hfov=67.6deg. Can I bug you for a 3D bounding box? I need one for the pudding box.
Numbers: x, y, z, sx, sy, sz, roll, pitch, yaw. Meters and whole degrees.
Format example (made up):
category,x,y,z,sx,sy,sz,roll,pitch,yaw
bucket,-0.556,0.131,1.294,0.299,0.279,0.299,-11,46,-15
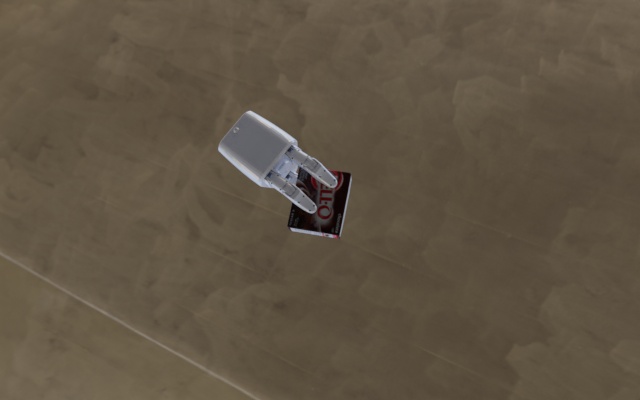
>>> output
category,x,y,z,sx,sy,sz,roll,pitch,yaw
pudding box,0.000,0.003,0.807,0.090,0.113,0.039,8,-12,10
